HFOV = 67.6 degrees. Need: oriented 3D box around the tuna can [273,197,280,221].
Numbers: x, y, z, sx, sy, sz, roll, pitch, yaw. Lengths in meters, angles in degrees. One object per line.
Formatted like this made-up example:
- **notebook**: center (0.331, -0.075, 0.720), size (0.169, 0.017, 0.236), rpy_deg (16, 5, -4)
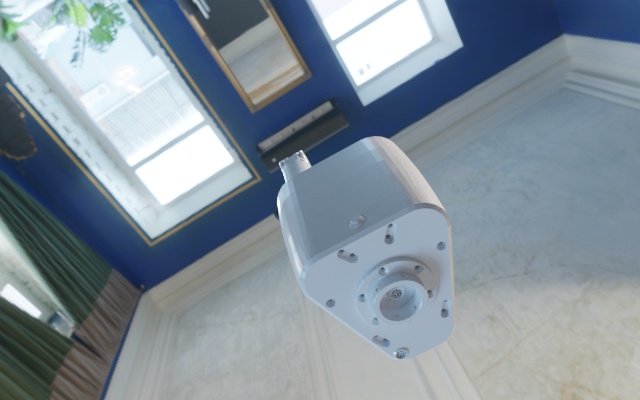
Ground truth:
- **tuna can**: center (0.000, 0.002, 0.455), size (0.086, 0.034, 0.086), rpy_deg (-24, 31, 16)
